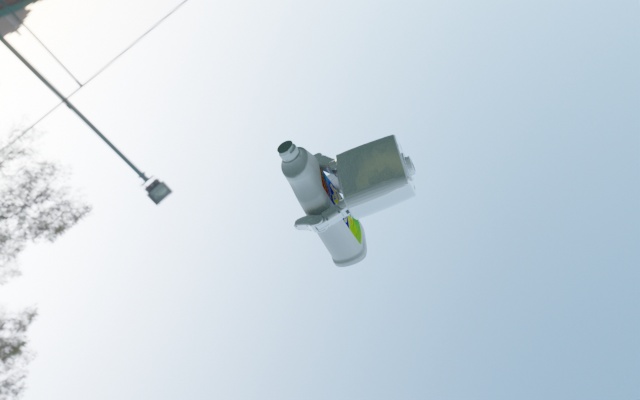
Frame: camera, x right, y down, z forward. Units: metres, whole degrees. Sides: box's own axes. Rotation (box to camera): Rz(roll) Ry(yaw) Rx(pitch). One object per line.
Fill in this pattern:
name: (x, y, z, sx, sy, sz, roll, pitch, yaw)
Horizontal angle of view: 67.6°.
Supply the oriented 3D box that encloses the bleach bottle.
bleach bottle: (0.000, 0.003, 0.814, 0.068, 0.102, 0.251, -21, -49, 17)
